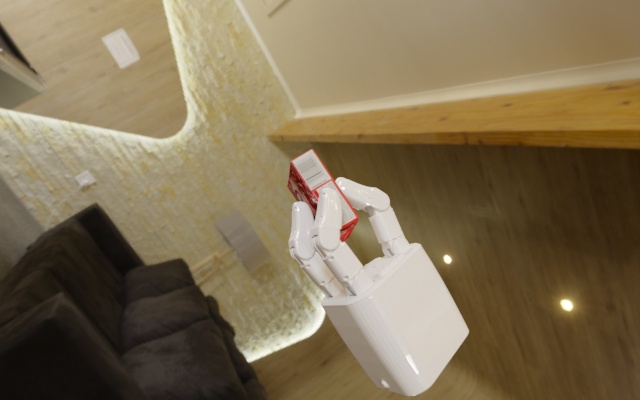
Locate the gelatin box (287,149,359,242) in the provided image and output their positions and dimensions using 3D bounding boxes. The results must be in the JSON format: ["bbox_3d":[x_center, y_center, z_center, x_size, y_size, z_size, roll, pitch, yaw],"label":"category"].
[{"bbox_3d":[0.000,0.001,0.497,0.030,0.089,0.073,-30,-12,-15],"label":"gelatin box"}]
